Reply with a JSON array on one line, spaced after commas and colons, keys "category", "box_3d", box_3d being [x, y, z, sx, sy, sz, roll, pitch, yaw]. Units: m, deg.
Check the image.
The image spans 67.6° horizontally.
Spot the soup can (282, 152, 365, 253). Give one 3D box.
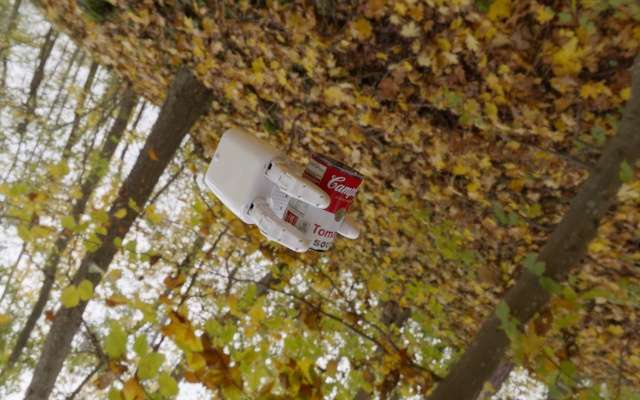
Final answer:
[{"category": "soup can", "box_3d": [0.000, 0.002, 0.569, 0.068, 0.102, 0.068, 25, 9, -4]}]
